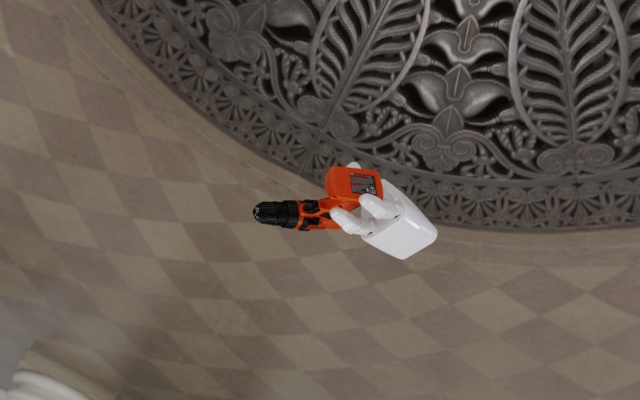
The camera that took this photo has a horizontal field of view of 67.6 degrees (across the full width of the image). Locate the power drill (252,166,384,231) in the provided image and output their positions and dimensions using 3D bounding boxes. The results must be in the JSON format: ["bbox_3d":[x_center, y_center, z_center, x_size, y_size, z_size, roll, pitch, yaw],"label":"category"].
[{"bbox_3d":[0.001,0.003,0.803,0.184,0.057,0.188,3,-20,-31],"label":"power drill"}]
